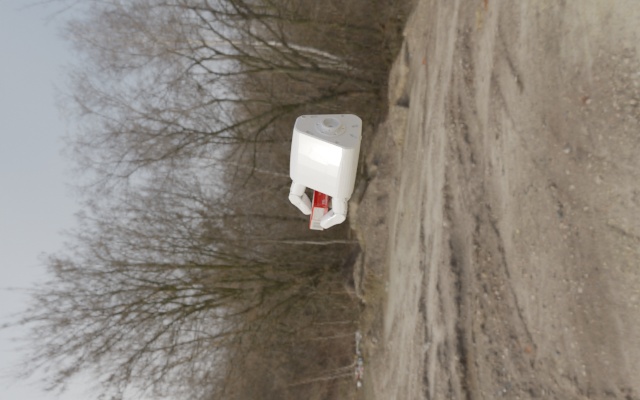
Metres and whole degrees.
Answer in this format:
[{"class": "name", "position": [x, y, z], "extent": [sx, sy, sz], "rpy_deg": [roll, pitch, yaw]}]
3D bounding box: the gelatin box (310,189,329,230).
[{"class": "gelatin box", "position": [0.000, 0.003, 0.893], "extent": [0.030, 0.073, 0.089], "rpy_deg": [7, -32, -2]}]
